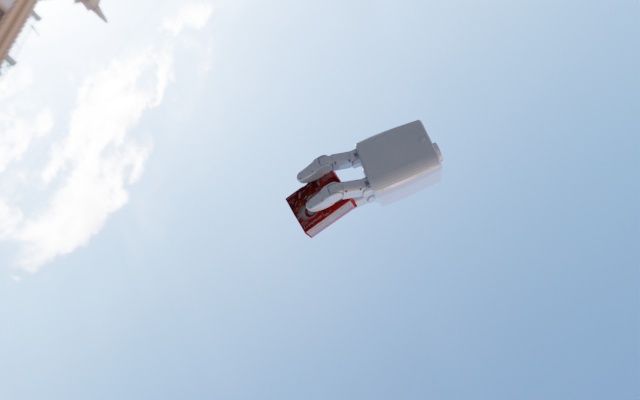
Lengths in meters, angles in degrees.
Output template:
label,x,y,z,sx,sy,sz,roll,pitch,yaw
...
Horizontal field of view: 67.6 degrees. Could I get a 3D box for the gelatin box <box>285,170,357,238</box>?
label,x,y,z,sx,sy,sz,roll,pitch,yaw
gelatin box,0.000,0.003,0.734,0.089,0.073,0.030,-36,-33,5
